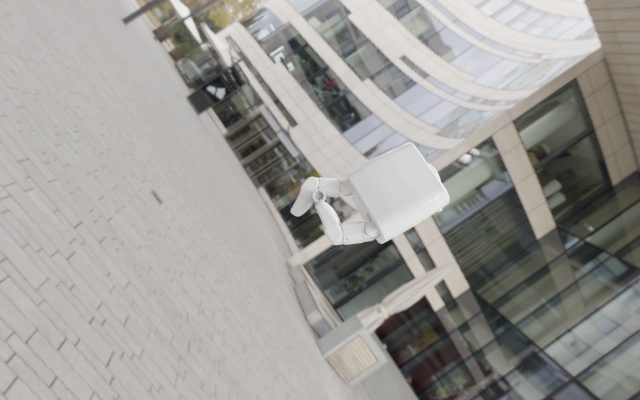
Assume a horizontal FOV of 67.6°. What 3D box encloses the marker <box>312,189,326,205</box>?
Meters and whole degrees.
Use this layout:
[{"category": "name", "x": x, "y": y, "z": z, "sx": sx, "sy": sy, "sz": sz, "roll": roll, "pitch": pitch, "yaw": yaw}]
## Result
[{"category": "marker", "x": 0.000, "y": 0.002, "z": 0.712, "sx": 0.020, "sy": 0.020, "sz": 0.121, "roll": 0, "pitch": -9, "yaw": 2}]
